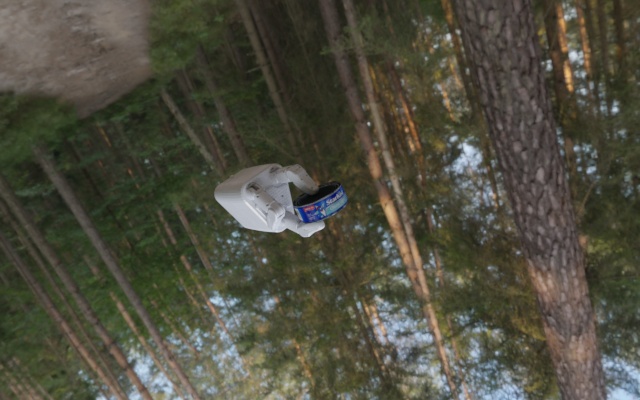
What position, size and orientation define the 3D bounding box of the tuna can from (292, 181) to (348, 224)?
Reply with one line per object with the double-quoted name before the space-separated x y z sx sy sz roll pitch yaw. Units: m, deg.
"tuna can" 0.000 0.003 0.770 0.086 0.034 0.086 -23 15 7
